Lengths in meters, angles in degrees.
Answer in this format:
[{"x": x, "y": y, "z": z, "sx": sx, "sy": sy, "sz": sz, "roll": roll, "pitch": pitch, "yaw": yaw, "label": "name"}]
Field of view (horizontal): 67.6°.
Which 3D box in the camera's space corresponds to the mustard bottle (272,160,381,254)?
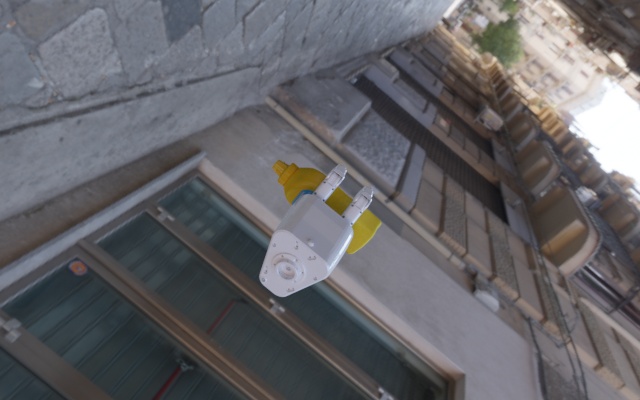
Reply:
[{"x": 0.000, "y": 0.003, "z": 0.773, "sx": 0.191, "sy": 0.058, "sz": 0.096, "roll": 40, "pitch": -32, "yaw": -2, "label": "mustard bottle"}]
